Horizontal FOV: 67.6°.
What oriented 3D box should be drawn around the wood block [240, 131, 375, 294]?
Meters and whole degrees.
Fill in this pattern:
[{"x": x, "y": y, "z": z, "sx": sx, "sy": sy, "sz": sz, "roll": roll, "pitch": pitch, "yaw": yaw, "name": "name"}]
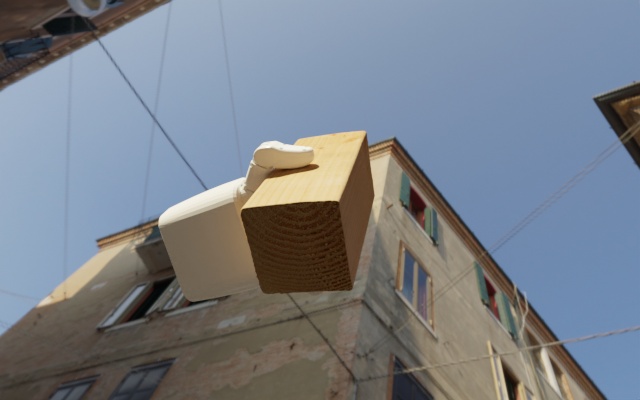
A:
[{"x": 0.000, "y": 0.001, "z": 0.507, "sx": 0.090, "sy": 0.091, "sz": 0.206, "roll": -5, "pitch": 23, "yaw": 14, "name": "wood block"}]
